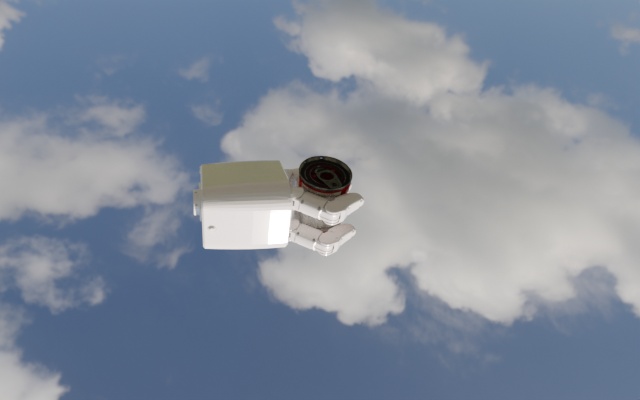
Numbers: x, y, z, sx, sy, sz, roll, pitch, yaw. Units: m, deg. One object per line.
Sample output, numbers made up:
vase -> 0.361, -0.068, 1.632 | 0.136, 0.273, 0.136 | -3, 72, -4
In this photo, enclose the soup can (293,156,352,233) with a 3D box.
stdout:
soup can -> 0.001, 0.002, 0.628 | 0.068, 0.102, 0.068 | 6, 41, -5
